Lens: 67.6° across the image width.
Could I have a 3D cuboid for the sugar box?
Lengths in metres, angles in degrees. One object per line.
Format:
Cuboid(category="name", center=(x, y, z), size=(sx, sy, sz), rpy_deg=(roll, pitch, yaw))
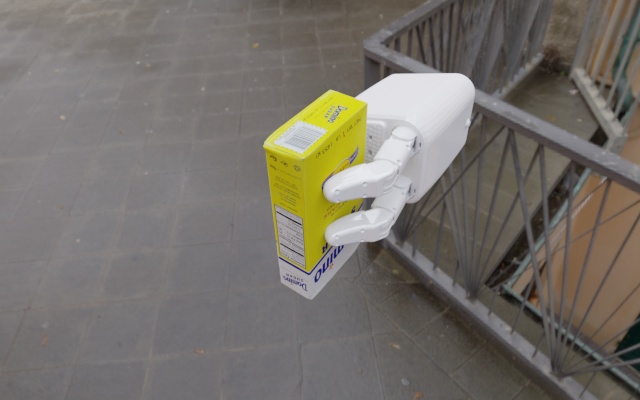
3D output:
Cuboid(category="sugar box", center=(0.001, 0.001, 0.434), size=(0.048, 0.176, 0.093), rpy_deg=(24, 50, 28))
